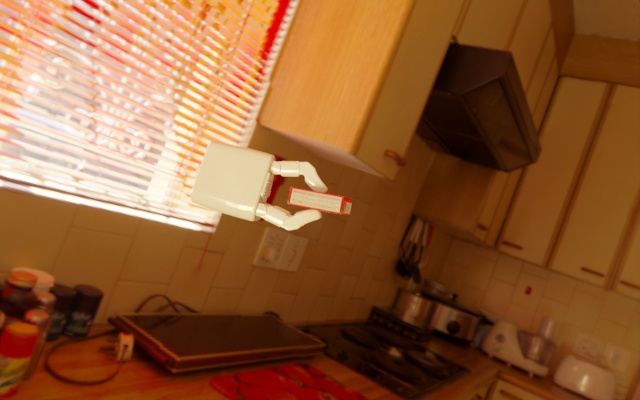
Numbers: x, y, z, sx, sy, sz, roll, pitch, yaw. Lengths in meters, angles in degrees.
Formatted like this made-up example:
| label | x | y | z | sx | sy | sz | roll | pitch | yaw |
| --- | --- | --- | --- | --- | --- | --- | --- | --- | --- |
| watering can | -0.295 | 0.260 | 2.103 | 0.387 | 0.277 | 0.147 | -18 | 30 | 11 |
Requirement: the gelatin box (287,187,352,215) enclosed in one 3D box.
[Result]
| label | x | y | z | sx | sy | sz | roll | pitch | yaw |
| --- | --- | --- | --- | --- | --- | --- | --- | --- | --- |
| gelatin box | 0.001 | 0.002 | 0.763 | 0.089 | 0.030 | 0.073 | 10 | -2 | 14 |
